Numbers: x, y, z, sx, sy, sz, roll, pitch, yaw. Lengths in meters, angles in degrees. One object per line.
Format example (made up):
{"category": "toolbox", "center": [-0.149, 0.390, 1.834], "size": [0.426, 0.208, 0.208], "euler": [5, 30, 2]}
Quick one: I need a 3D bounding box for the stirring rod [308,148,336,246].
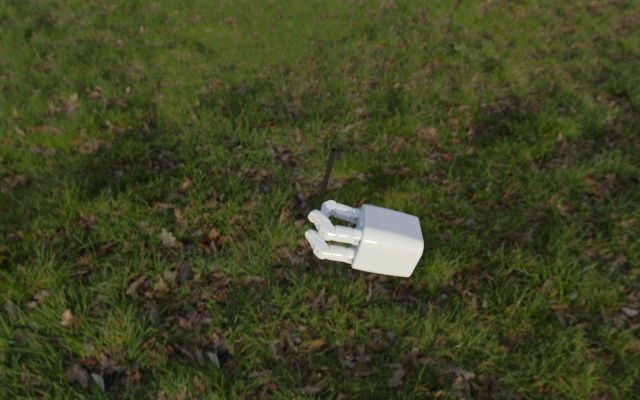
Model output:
{"category": "stirring rod", "center": [0.000, 0.003, 0.810], "size": [0.011, 0.011, 0.240], "euler": [0, -42, -13]}
